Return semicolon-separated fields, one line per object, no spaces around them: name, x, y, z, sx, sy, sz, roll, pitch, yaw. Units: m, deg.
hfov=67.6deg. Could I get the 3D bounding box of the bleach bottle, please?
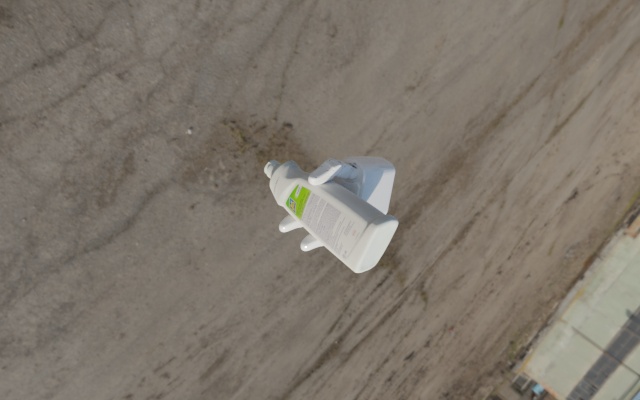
bleach bottle;0.000;0.003;0.768;0.250;0.103;0.068;39;29;30
